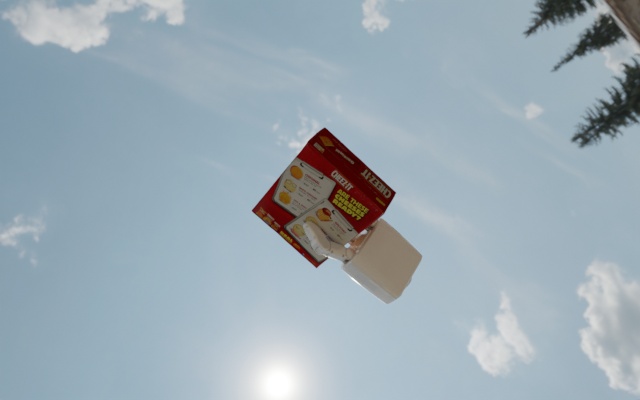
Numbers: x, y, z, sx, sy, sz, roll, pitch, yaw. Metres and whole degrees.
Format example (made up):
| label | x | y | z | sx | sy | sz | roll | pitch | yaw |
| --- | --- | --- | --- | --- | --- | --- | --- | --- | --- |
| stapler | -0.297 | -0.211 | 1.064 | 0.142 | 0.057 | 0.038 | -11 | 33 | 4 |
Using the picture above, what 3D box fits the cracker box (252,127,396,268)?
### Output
| label | x | y | z | sx | sy | sz | roll | pitch | yaw |
| --- | --- | --- | --- | --- | --- | --- | --- | --- | --- |
| cracker box | 0.000 | 0.003 | 0.826 | 0.214 | 0.164 | 0.072 | -45 | 4 | 44 |
